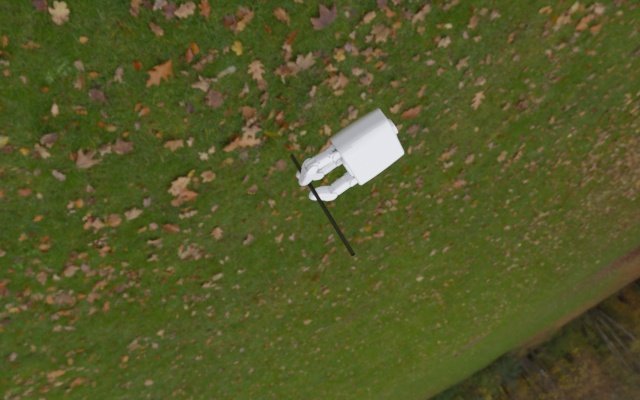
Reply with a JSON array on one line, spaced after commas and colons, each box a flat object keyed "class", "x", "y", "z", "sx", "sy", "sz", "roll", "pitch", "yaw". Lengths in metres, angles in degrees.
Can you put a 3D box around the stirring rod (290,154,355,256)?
[{"class": "stirring rod", "x": 0.000, "y": 0.003, "z": 0.879, "sx": 0.011, "sy": 0.239, "sz": 0.011, "roll": -25, "pitch": -28, "yaw": -14}]
